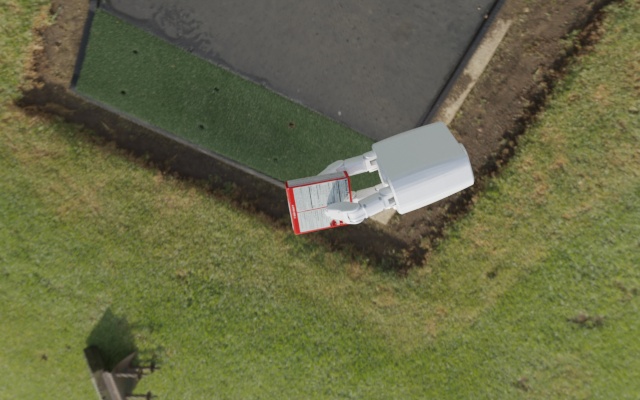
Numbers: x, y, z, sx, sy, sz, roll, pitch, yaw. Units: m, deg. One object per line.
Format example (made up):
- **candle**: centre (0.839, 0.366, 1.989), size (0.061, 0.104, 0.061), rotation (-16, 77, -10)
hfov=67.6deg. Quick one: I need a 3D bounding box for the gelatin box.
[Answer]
- **gelatin box**: centre (0.000, 0.002, 0.670), size (0.089, 0.073, 0.030), rotation (-11, 26, -6)
